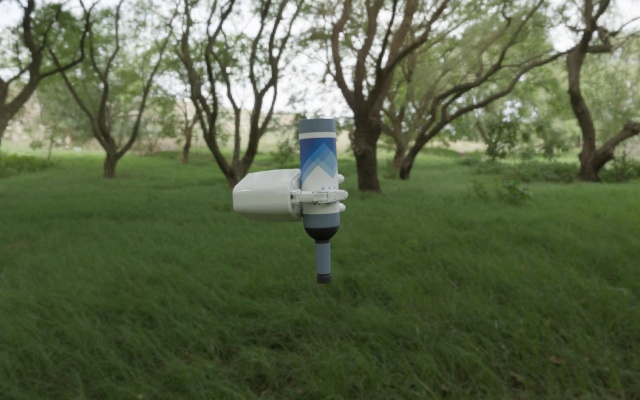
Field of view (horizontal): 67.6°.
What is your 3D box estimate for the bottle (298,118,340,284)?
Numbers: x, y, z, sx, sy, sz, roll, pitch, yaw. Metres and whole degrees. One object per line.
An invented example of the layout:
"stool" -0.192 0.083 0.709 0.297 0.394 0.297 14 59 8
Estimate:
"bottle" 0.000 0.003 0.865 0.069 0.296 0.069 -3 4 0
